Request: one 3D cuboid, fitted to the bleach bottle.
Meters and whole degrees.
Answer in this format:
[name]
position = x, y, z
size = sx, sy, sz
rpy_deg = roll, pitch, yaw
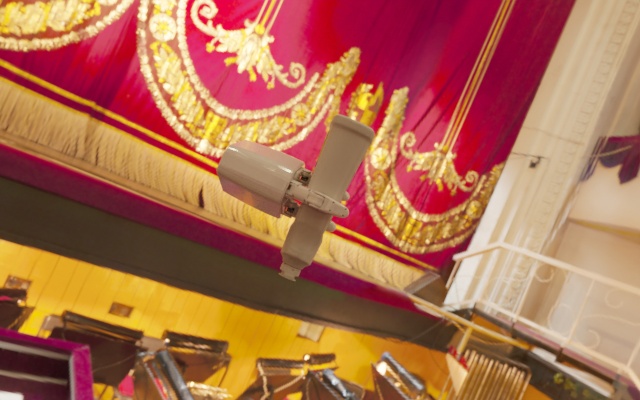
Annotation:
[bleach bottle]
position = 0.000, 0.002, 0.721
size = 0.068, 0.251, 0.102
rpy_deg = 24, -2, 2
